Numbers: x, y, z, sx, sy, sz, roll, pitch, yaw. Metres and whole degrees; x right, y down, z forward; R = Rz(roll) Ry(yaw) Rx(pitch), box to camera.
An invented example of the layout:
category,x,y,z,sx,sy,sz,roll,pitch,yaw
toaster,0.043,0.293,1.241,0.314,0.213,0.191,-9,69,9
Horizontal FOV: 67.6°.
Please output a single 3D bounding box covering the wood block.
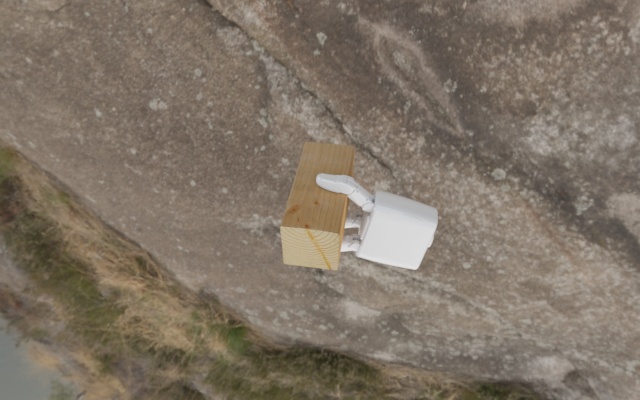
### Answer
category,x,y,z,sx,sy,sz,roll,pitch,yaw
wood block,0.001,0.003,0.796,0.090,0.091,0.206,7,45,6
